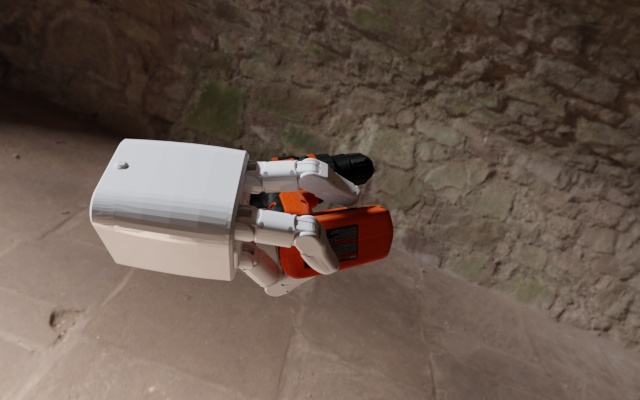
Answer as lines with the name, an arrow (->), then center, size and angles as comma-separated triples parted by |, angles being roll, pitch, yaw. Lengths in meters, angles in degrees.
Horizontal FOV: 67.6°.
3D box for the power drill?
power drill -> 0.000, 0.002, 0.496 | 0.184, 0.057, 0.187 | -12, 25, -16
